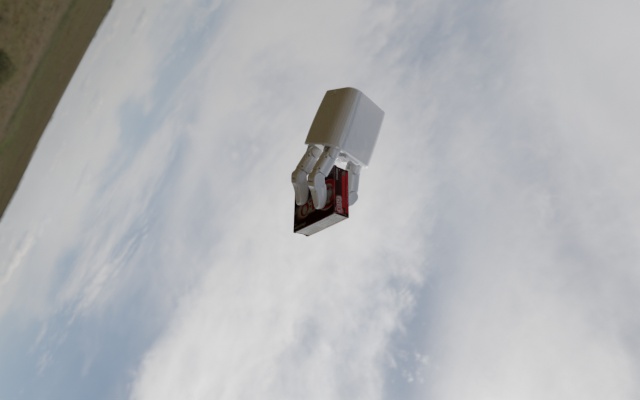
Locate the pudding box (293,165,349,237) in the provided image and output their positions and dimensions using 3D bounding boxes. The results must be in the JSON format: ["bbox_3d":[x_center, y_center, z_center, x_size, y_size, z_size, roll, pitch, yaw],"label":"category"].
[{"bbox_3d":[0.000,0.003,0.817,0.039,0.090,0.113,20,-33,-32],"label":"pudding box"}]
